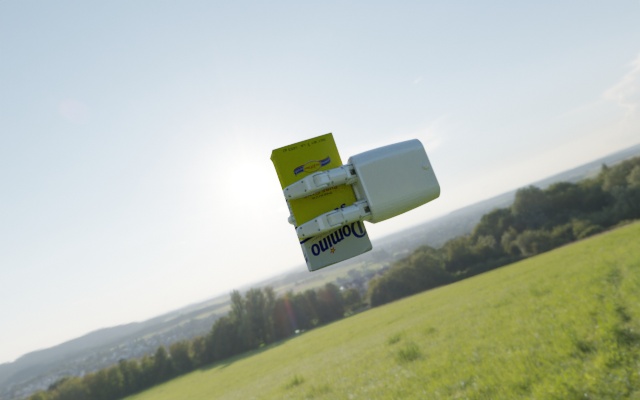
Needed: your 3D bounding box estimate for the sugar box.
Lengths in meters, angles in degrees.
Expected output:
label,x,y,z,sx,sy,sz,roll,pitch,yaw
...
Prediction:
label,x,y,z,sx,sy,sz,roll,pitch,yaw
sugar box,0.000,0.002,0.670,0.093,0.176,0.048,-19,-8,-12
